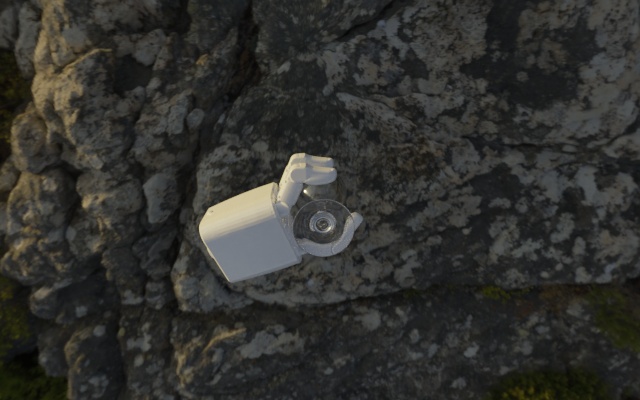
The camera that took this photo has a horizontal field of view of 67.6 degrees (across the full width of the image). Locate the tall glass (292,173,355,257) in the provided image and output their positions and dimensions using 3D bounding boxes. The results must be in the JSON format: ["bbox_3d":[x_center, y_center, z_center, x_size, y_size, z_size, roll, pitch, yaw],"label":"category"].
[{"bbox_3d":[0.000,0.002,0.660,0.079,0.079,0.201,0,18,-2],"label":"tall glass"}]
